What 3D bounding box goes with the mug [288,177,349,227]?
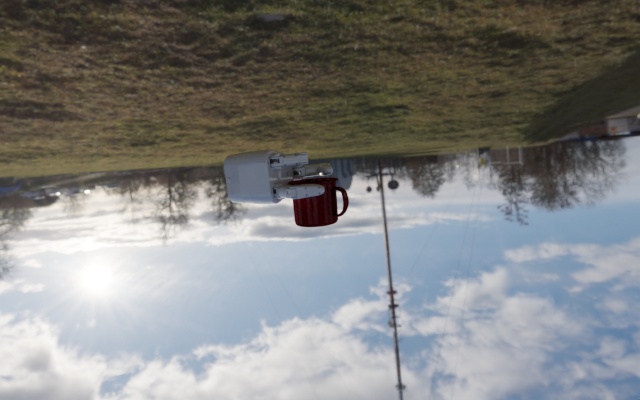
[{"bbox_3d":[0.001,0.003,0.877,0.117,0.081,0.093,0,9,31],"label":"mug"}]
